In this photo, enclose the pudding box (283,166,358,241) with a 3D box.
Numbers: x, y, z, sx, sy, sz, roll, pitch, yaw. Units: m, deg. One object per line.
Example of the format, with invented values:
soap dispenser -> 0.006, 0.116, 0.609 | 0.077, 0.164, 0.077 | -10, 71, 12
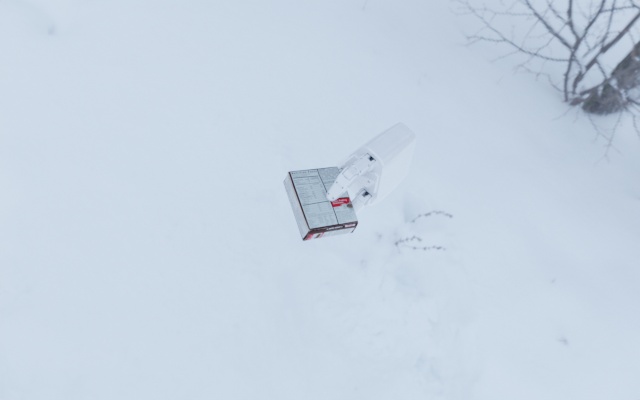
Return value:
pudding box -> 0.000, 0.002, 0.763 | 0.090, 0.113, 0.039 | -8, -30, -23
